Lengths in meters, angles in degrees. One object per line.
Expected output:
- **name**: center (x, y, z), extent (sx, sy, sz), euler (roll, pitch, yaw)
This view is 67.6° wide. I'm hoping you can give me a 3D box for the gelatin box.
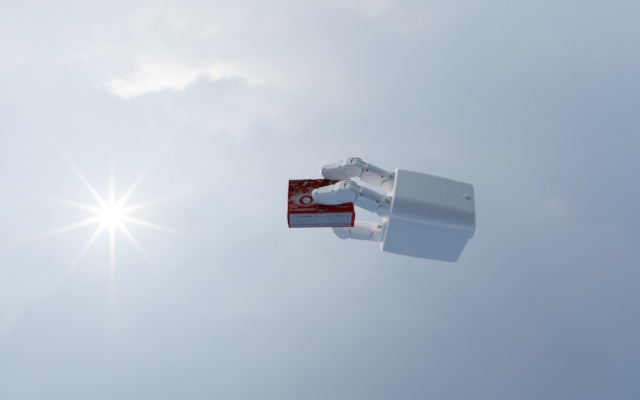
- **gelatin box**: center (0.000, 0.002, 0.644), extent (0.089, 0.030, 0.073), euler (-2, 40, -1)
